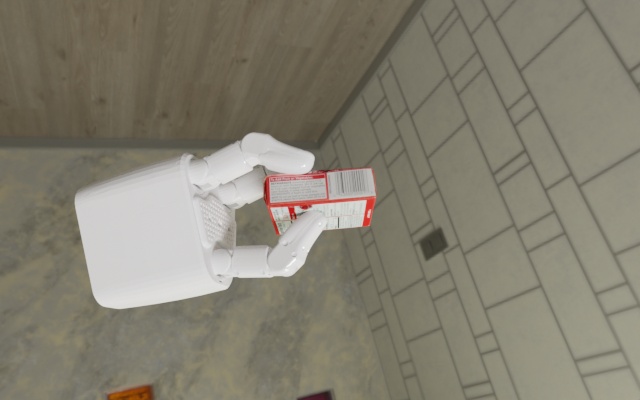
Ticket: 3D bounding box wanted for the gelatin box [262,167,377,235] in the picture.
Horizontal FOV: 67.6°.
[{"bbox_3d":[0.000,0.002,0.407,0.089,0.030,0.073,-5,-21,0],"label":"gelatin box"}]
